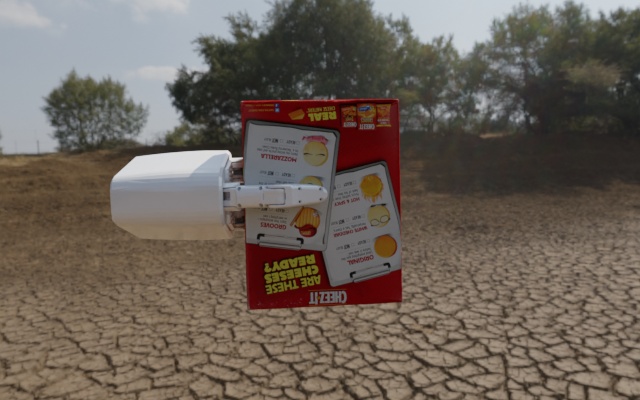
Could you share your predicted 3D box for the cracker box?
[{"bbox_3d":[0.000,0.002,0.518,0.164,0.214,0.072,-2,3,-4],"label":"cracker box"}]
